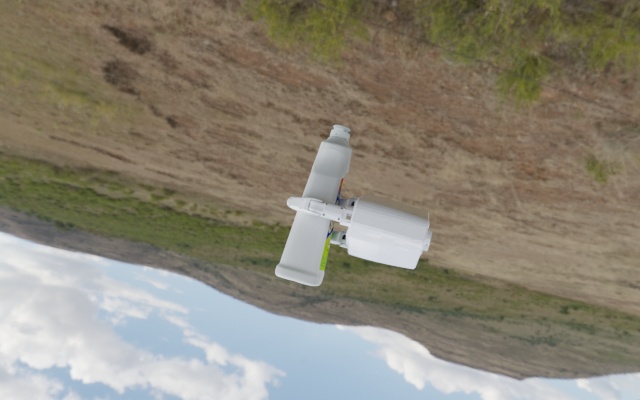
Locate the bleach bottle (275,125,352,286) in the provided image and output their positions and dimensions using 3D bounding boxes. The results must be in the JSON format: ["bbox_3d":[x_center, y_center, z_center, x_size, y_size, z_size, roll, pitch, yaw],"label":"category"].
[{"bbox_3d":[0.000,0.002,0.742,0.068,0.251,0.102,14,-7,9],"label":"bleach bottle"}]
